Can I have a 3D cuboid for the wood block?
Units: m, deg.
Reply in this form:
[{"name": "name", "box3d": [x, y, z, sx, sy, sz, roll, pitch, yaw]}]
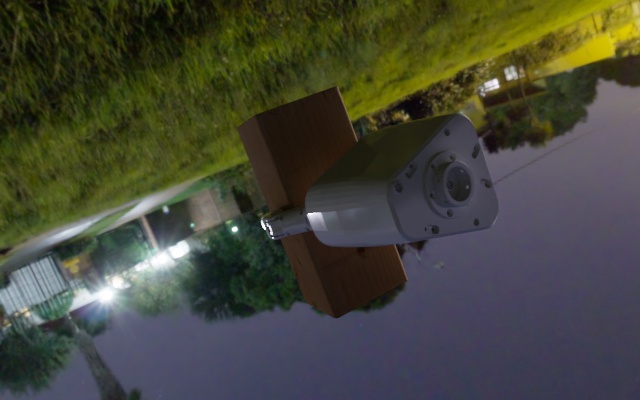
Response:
[{"name": "wood block", "box3d": [0.000, 0.002, 0.494, 0.091, 0.206, 0.090, -24, 8, -20]}]
